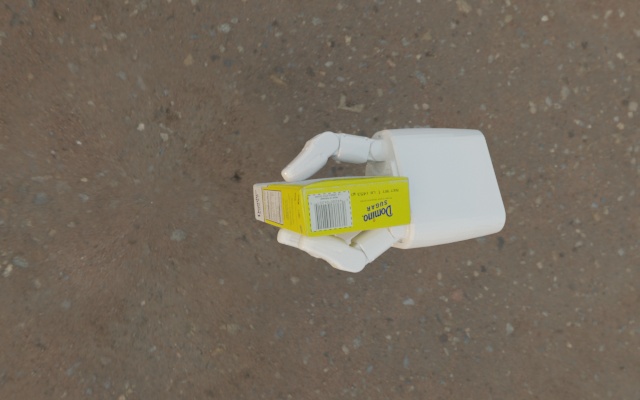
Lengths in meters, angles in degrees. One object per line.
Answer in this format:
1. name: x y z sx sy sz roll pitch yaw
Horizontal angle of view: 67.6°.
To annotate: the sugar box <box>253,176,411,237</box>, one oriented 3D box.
1. sugar box: 0.000 0.002 0.451 0.093 0.048 0.176 -5 1 -19
